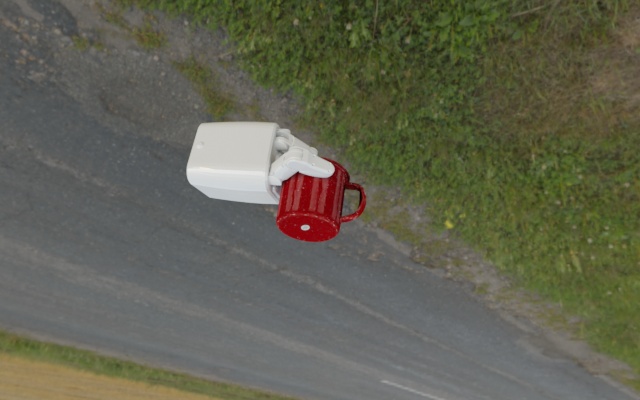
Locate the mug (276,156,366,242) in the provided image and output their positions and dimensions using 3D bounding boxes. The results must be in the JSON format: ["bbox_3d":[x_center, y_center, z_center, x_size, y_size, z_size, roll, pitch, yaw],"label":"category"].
[{"bbox_3d":[0.002,0.002,0.613,0.117,0.081,0.093,2,-30,10],"label":"mug"}]
